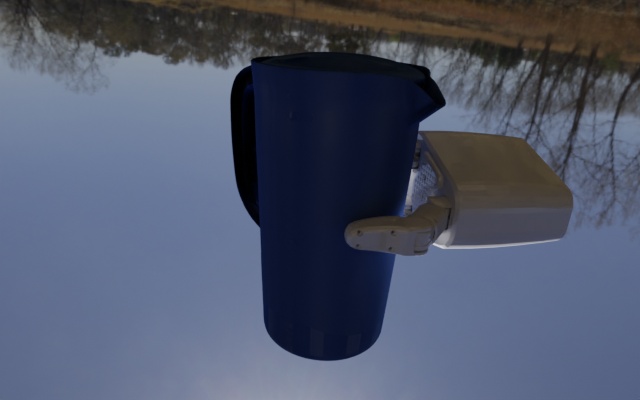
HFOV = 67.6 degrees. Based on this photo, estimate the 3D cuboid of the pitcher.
[{"bbox_3d":[0.000,0.001,0.402,0.145,0.243,0.149,-1,21,-12],"label":"pitcher"}]
